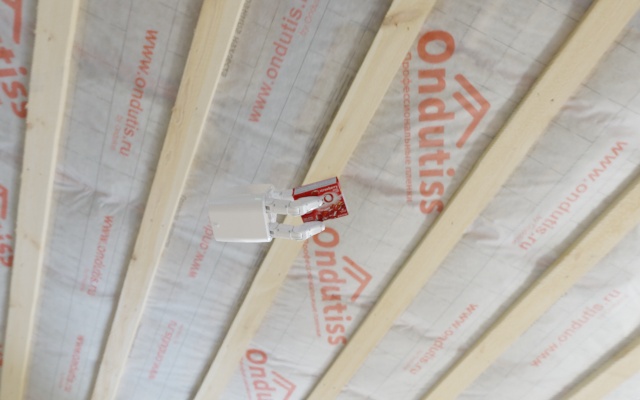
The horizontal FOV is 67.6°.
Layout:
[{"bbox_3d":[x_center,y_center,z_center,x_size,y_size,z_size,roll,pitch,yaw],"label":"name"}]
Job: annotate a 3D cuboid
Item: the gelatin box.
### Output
[{"bbox_3d":[0.000,0.003,0.883,0.089,0.073,0.030,-15,30,9],"label":"gelatin box"}]
